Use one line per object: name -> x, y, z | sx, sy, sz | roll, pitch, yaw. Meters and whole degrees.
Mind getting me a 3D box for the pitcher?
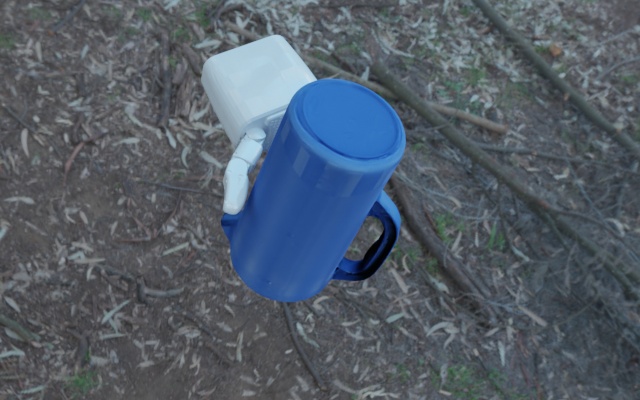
pitcher -> 0.000, 0.001, 0.496 | 0.149, 0.145, 0.243 | -15, -27, -30
